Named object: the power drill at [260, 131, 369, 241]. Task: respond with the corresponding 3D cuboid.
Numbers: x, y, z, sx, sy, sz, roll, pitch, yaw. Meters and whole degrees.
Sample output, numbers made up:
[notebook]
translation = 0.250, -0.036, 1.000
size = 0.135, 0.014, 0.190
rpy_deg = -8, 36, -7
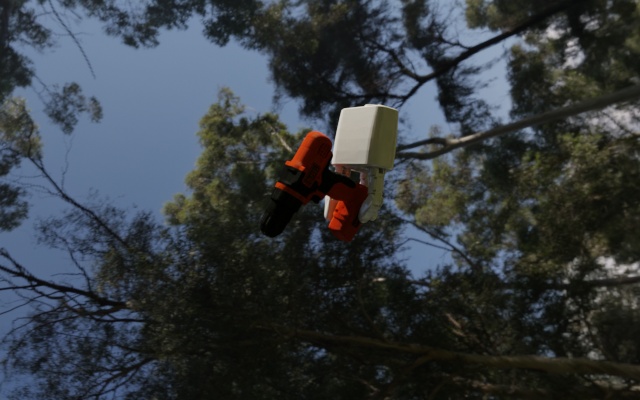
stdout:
[power drill]
translation = 0.000, 0.003, 0.800
size = 0.057, 0.184, 0.188
rpy_deg = 27, -5, 44
